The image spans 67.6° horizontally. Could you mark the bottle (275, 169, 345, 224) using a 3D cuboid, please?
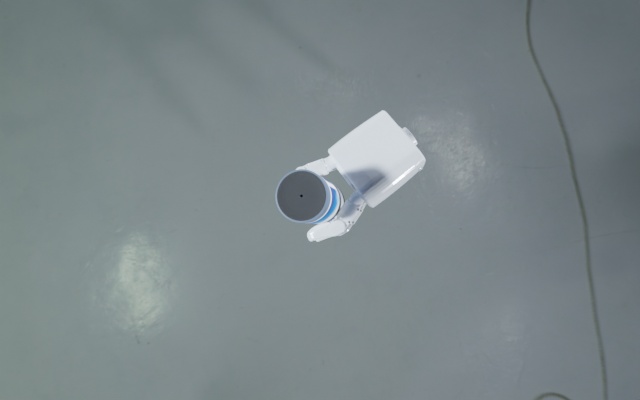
[{"bbox_3d":[0.000,0.002,0.731,0.069,0.069,0.296,0,-3,9],"label":"bottle"}]
